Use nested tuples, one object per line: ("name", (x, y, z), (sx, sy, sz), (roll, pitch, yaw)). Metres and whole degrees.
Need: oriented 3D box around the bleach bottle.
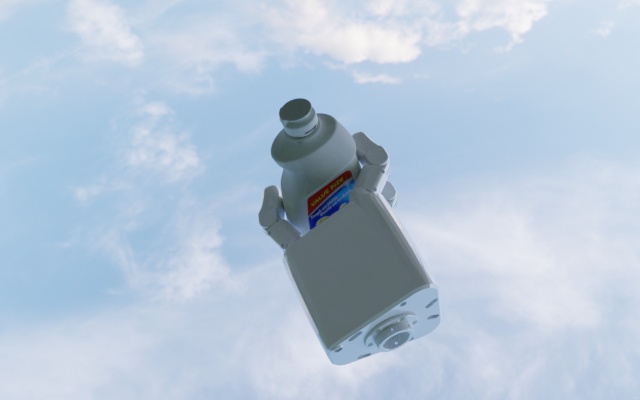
("bleach bottle", (0.000, 0.002, 0.498), (0.102, 0.068, 0.251), (-25, -40, -3))
